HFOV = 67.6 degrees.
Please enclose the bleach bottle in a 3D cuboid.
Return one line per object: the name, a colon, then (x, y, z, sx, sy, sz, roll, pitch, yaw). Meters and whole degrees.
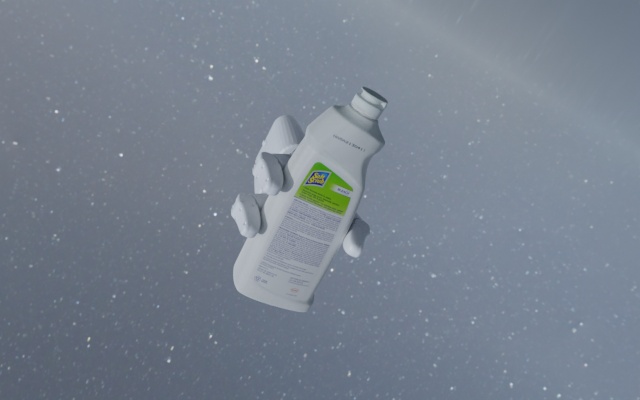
bleach bottle: (0.000, 0.002, 0.503, 0.102, 0.251, 0.068, 21, 25, -22)
